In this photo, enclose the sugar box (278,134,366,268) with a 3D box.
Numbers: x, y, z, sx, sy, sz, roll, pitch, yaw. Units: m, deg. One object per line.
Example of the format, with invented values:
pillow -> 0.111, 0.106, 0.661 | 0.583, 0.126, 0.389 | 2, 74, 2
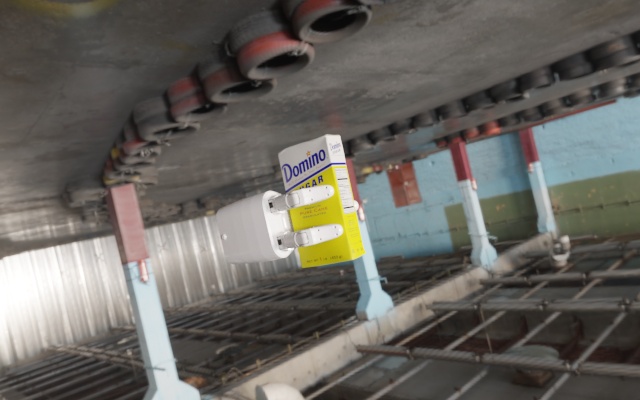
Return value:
sugar box -> 0.000, 0.002, 0.687 | 0.093, 0.176, 0.048 | -15, -1, 34
